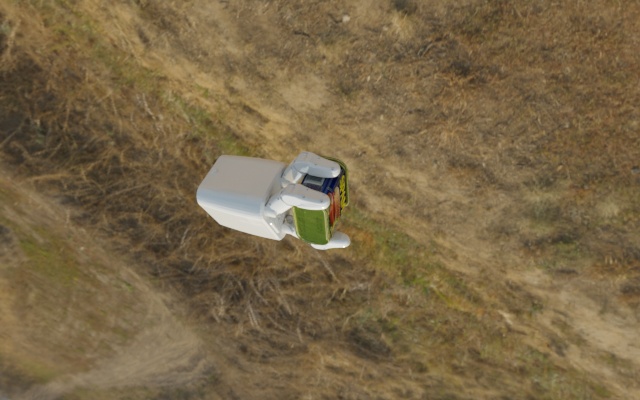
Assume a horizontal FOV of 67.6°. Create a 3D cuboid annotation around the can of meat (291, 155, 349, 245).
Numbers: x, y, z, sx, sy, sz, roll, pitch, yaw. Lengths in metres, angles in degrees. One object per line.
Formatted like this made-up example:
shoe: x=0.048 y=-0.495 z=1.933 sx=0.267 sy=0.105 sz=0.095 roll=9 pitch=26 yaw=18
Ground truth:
can of meat: x=0.000 y=0.003 z=0.672 sx=0.057 sy=0.084 sz=0.102 roll=13 pitch=-38 yaw=16
